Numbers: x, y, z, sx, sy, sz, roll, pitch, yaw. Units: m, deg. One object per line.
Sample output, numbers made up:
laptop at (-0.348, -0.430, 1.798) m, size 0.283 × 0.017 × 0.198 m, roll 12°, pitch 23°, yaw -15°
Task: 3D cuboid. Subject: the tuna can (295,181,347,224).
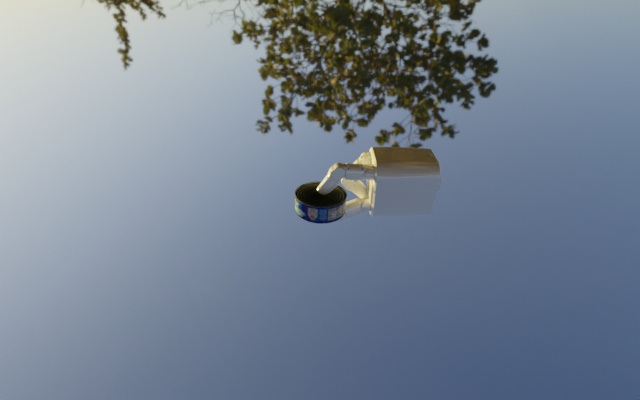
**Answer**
tuna can at (0.000, 0.003, 0.791) m, size 0.086 × 0.034 × 0.086 m, roll 2°, pitch 30°, yaw -1°
